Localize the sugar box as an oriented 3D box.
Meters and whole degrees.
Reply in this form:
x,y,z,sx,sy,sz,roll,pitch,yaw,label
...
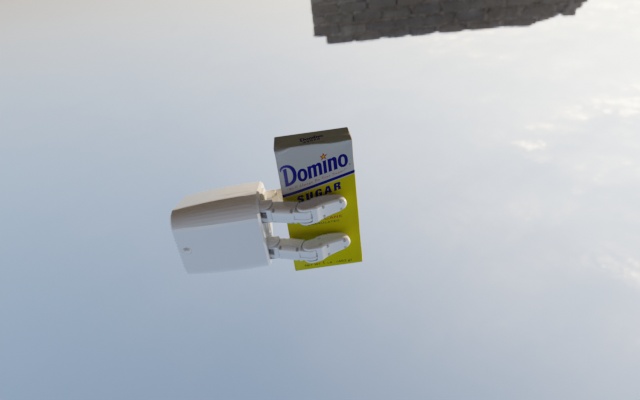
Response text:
x,y,z,sx,sy,sz,roll,pitch,yaw,label
0.000,0.002,0.597,0.093,0.176,0.048,-9,32,-1,sugar box
